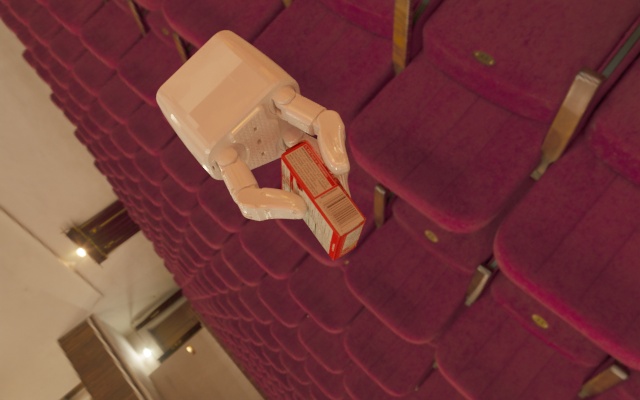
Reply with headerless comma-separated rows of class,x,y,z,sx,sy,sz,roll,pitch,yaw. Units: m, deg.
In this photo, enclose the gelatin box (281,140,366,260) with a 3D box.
gelatin box,0.000,0.002,0.417,0.030,0.089,0.073,-32,-17,-14
